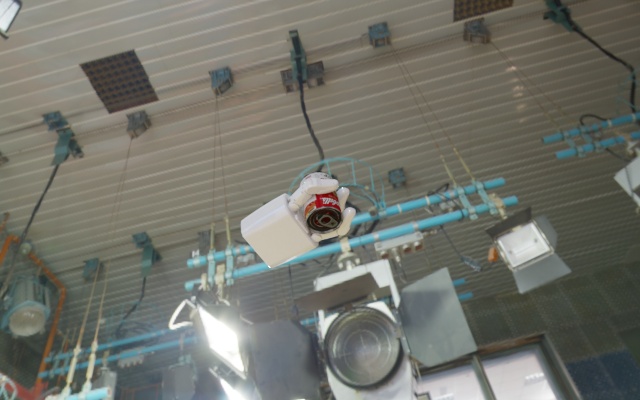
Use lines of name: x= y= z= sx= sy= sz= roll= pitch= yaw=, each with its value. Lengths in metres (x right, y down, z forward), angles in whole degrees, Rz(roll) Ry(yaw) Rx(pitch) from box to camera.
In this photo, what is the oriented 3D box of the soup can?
soup can: x=0.000 y=0.002 z=0.888 sx=0.068 sy=0.069 sz=0.102 roll=0 pitch=43 yaw=-11
